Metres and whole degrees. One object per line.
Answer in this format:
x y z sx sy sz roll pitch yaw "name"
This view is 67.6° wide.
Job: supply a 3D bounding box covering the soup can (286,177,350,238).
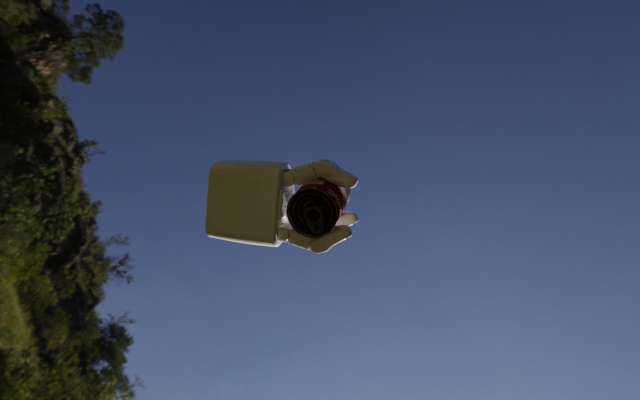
0.001 0.002 0.657 0.068 0.068 0.102 0 17 14 "soup can"
